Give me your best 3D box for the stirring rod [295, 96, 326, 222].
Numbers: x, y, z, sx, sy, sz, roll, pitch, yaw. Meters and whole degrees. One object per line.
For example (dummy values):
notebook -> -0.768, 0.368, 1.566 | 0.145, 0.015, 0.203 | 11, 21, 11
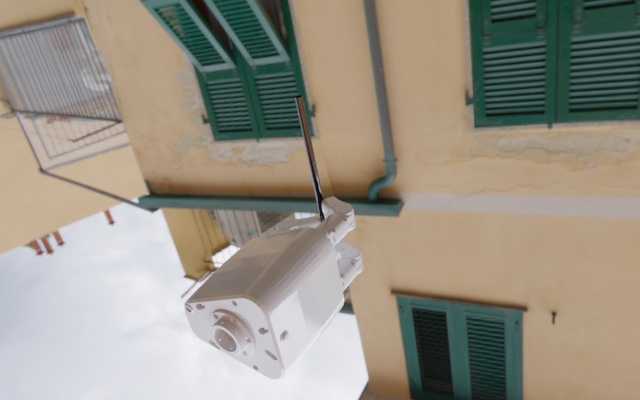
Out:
stirring rod -> 0.000, 0.002, 0.534 | 0.011, 0.240, 0.011 | -10, 25, 5
